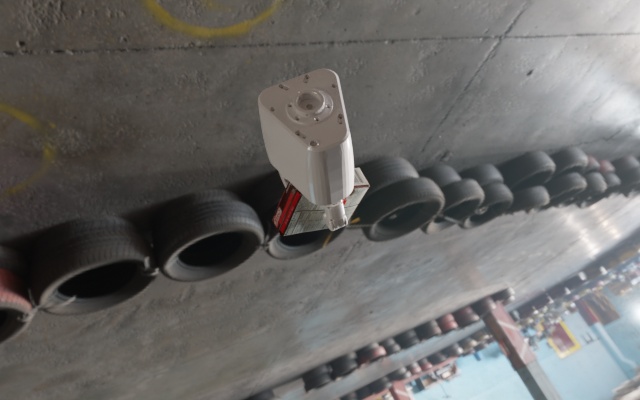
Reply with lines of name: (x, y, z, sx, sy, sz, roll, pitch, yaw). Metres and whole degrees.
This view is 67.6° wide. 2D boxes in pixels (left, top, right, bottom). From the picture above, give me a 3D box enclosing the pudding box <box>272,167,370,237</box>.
pudding box: (0.000, 0.002, 0.649, 0.113, 0.039, 0.090, -6, -38, -32)
